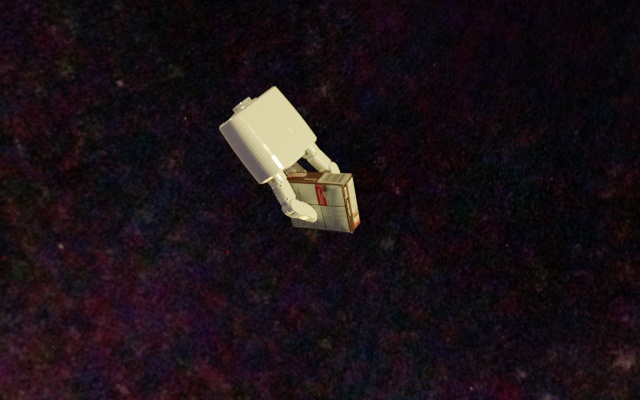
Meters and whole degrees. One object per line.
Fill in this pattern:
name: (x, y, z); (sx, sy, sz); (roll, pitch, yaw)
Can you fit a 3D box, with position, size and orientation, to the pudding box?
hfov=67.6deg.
pudding box: (0.000, 0.003, 0.761); (0.113, 0.090, 0.039); (5, 34, 29)
